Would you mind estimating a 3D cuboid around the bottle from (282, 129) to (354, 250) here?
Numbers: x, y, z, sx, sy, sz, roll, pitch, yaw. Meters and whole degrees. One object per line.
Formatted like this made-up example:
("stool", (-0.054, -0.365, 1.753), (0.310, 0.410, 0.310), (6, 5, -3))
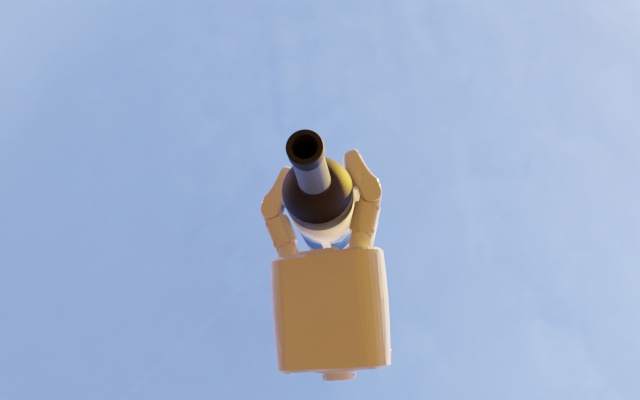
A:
("bottle", (0.000, 0.002, 0.479), (0.069, 0.069, 0.296), (0, -16, 5))
